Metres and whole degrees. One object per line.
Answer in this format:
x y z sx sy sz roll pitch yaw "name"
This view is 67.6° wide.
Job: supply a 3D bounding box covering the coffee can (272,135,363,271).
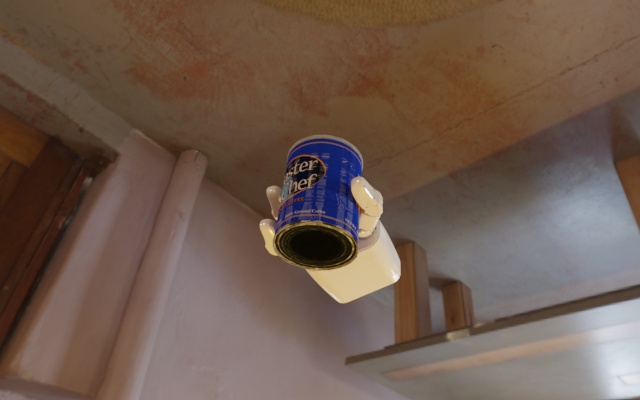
0.000 0.002 0.603 0.103 0.140 0.103 4 -39 3 "coffee can"
